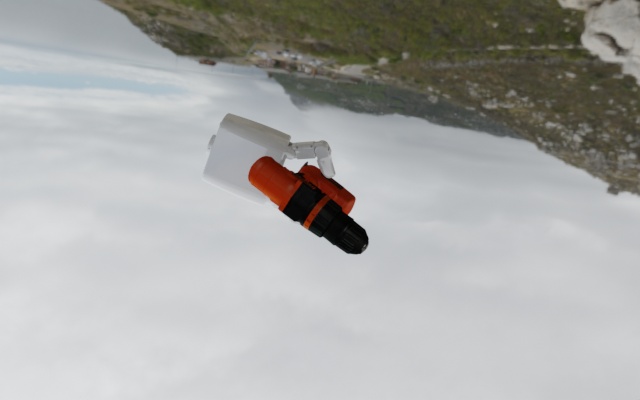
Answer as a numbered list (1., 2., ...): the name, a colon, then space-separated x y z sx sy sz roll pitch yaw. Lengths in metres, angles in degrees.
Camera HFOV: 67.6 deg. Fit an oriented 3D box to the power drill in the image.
1. power drill: 0.000 0.002 0.689 0.184 0.057 0.187 38 9 7
